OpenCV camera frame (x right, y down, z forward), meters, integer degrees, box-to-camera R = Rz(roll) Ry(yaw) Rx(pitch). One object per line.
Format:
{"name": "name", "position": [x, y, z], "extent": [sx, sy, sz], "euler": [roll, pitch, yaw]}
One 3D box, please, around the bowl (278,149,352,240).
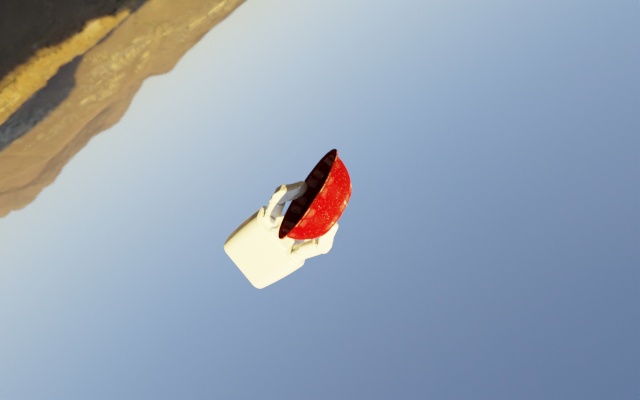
{"name": "bowl", "position": [0.001, 0.002, 0.730], "extent": [0.055, 0.162, 0.162], "euler": [32, -7, -12]}
